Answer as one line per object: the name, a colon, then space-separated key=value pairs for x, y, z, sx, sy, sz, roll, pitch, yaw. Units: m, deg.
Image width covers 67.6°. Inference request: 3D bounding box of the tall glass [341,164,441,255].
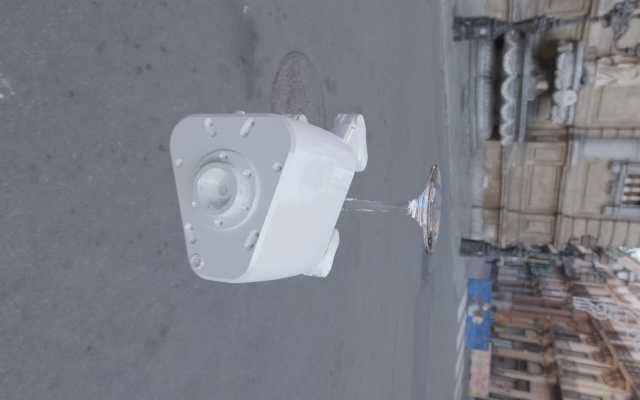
tall glass: x=0.001 y=0.002 z=0.425 sx=0.201 sy=0.079 sz=0.079 roll=4 pitch=1 yaw=22
